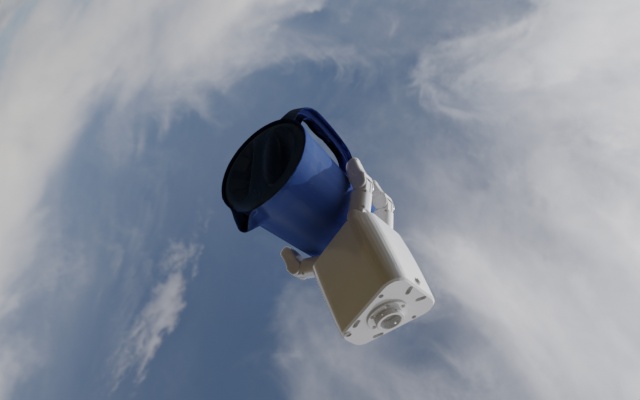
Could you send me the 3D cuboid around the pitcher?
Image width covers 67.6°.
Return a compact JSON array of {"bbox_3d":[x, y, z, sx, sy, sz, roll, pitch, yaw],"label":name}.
[{"bbox_3d":[0.000,0.002,0.649,0.149,0.145,0.243,-39,-48,13],"label":"pitcher"}]
